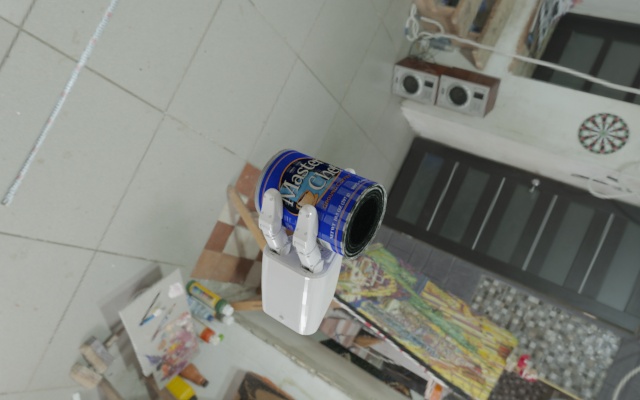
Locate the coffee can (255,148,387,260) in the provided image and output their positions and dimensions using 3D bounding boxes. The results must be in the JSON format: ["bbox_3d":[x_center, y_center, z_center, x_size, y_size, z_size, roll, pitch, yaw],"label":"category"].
[{"bbox_3d":[0.000,0.002,0.622,0.140,0.103,0.103,24,12,28],"label":"coffee can"}]
